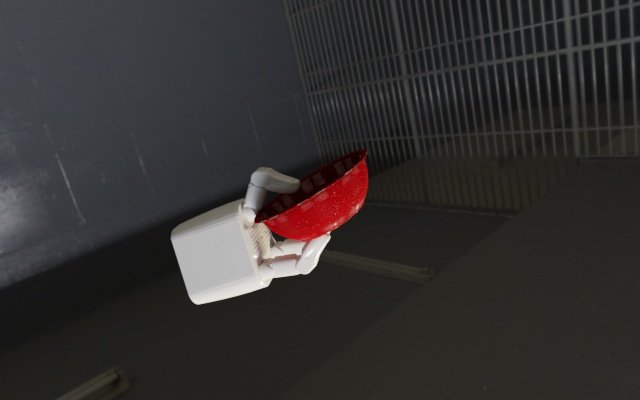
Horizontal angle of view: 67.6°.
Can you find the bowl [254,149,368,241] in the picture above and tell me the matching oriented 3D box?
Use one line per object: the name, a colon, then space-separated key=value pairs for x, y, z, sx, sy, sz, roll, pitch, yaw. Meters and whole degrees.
bowl: x=0.001 y=0.002 z=0.587 sx=0.162 sy=0.055 sz=0.162 roll=-31 pitch=10 yaw=6
